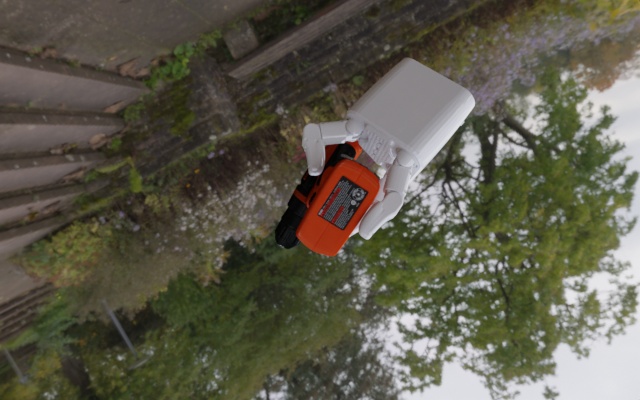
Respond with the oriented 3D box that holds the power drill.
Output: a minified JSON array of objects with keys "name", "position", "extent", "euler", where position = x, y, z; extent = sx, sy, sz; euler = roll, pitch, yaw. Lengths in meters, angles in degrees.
[{"name":"power drill","position":[0.000,0.002,0.593],"extent":[0.057,0.184,0.187],"euler":[29,8,-13]}]
